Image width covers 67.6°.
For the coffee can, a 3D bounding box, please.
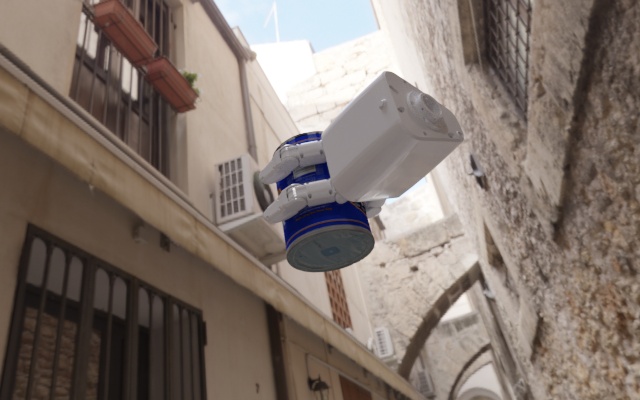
[{"bbox_3d":[0.000,0.002,0.580,0.103,0.140,0.103,-9,-32,-5],"label":"coffee can"}]
